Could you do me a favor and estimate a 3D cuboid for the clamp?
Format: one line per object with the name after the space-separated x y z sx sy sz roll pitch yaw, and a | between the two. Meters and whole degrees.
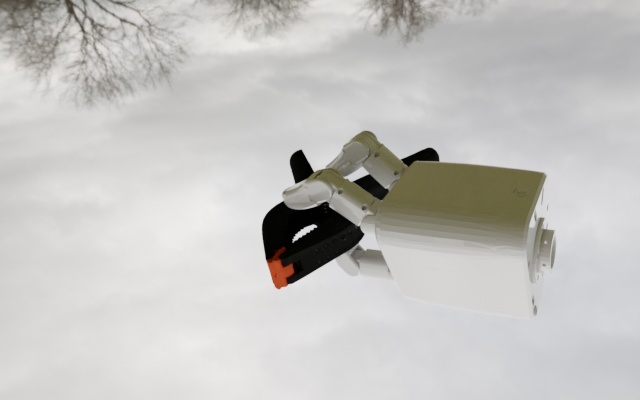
0.000 0.002 0.443 0.164 0.036 0.210 6 34 33 | clamp
